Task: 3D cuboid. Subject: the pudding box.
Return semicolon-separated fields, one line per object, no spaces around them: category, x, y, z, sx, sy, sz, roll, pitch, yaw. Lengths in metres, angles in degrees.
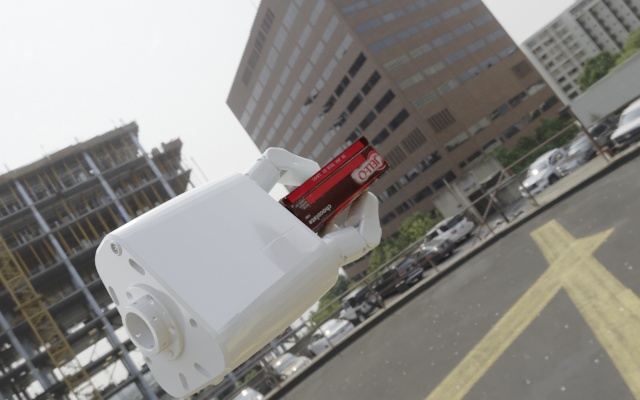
pudding box;0.000;0.001;0.408;0.090;0.039;0.113;-38;-2;-21
